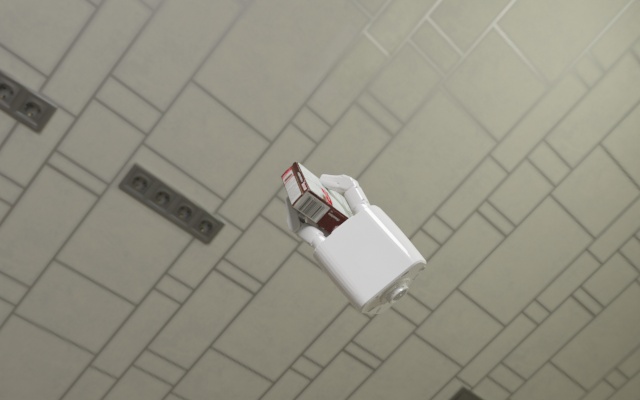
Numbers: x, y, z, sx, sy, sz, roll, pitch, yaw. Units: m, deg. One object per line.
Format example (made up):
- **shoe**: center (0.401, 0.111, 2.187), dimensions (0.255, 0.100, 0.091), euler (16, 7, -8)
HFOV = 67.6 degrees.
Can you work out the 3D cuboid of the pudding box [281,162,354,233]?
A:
- **pudding box**: center (0.000, 0.002, 0.709), dimensions (0.113, 0.039, 0.090), euler (38, 14, -32)
